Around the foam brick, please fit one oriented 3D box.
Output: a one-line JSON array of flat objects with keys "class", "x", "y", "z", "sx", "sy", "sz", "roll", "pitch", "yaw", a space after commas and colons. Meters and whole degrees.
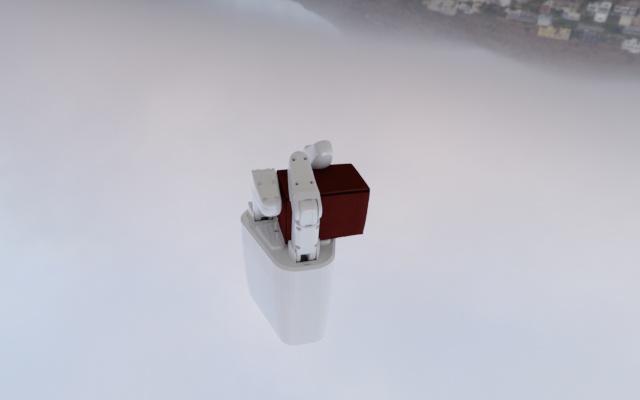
[{"class": "foam brick", "x": 0.000, "y": 0.001, "z": 0.449, "sx": 0.078, "sy": 0.051, "sz": 0.053, "roll": -6, "pitch": 33, "yaw": -13}]
